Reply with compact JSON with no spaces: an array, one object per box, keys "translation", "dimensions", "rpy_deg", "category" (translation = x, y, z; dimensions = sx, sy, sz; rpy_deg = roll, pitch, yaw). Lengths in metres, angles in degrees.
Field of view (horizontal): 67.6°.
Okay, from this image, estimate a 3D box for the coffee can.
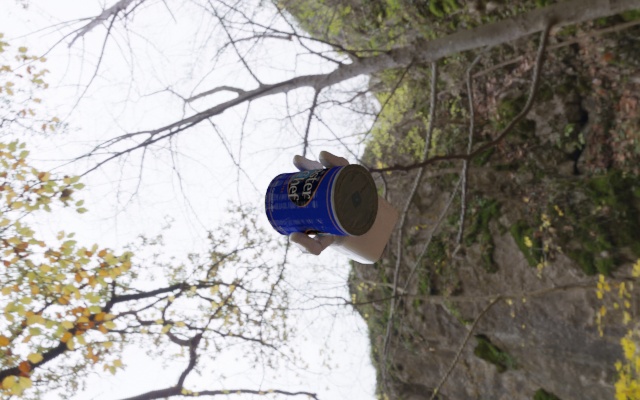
[{"translation":[0.000,0.002,0.716],"dimensions":[0.140,0.103,0.103],"rpy_deg":[-4,-3,41],"category":"coffee can"}]
